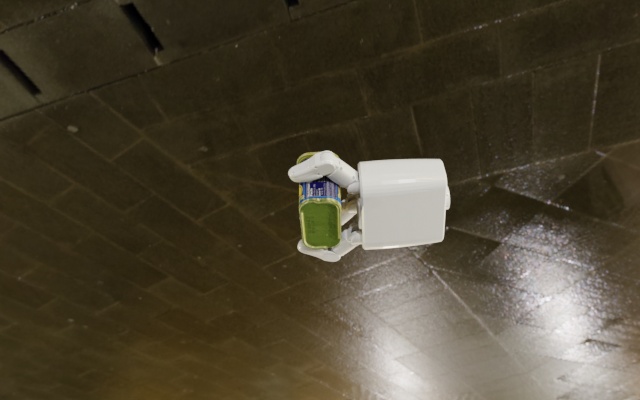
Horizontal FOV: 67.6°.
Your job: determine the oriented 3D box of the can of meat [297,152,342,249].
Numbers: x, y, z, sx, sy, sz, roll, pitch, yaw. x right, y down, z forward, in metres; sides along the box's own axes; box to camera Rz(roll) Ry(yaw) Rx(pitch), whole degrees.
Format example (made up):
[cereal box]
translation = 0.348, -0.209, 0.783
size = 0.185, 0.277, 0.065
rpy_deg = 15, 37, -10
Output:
[can of meat]
translation = 0.000, 0.002, 0.624
size = 0.057, 0.083, 0.102
rpy_deg = -3, -42, 1
